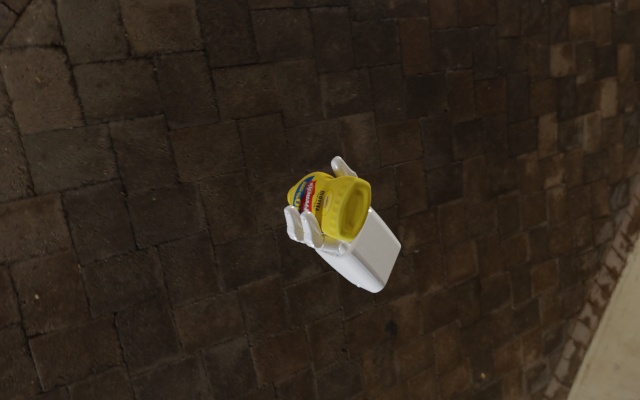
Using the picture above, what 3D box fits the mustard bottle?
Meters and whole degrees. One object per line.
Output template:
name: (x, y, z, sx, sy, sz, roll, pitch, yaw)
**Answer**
mustard bottle: (0.000, 0.002, 0.778, 0.058, 0.096, 0.191, 17, -2, -33)
